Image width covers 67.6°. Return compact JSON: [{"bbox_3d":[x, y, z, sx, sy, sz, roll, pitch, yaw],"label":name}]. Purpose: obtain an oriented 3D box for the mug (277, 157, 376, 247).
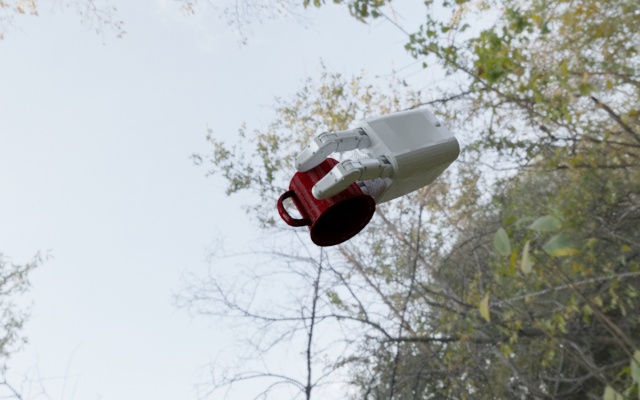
[{"bbox_3d":[-0.001,0.002,0.606,0.117,0.081,0.093,-16,-38,-25],"label":"mug"}]
